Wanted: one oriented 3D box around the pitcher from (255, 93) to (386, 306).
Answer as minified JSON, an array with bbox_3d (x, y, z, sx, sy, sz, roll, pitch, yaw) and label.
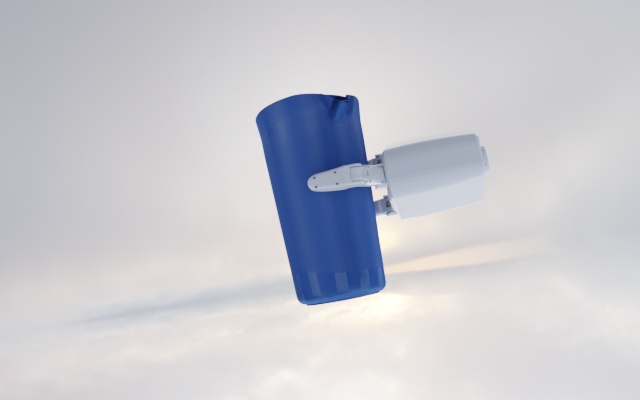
[{"bbox_3d":[0.000,0.002,0.595,0.145,0.242,0.149,-13,-10,13],"label":"pitcher"}]
